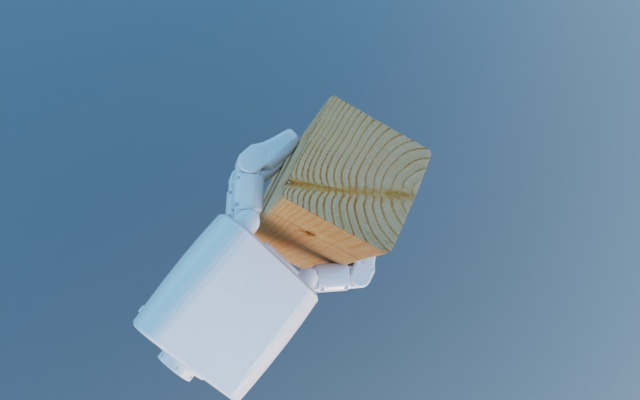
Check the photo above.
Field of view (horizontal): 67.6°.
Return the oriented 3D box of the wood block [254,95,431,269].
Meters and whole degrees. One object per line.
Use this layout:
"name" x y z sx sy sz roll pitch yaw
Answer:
"wood block" 0.000 0.002 0.436 0.091 0.090 0.206 29 -18 -9
